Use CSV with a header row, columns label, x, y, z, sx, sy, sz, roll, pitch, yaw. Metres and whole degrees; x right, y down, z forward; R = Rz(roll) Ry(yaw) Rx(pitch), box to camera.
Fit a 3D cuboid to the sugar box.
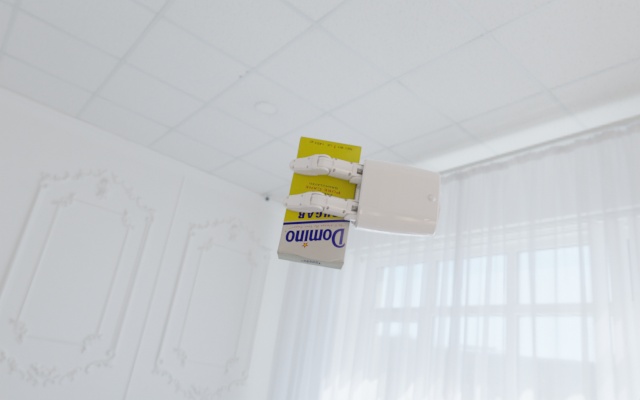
label,x,y,z,sx,sy,sz,roll,pitch,yaw
sugar box,0.000,0.002,0.676,0.093,0.176,0.048,9,-21,1
